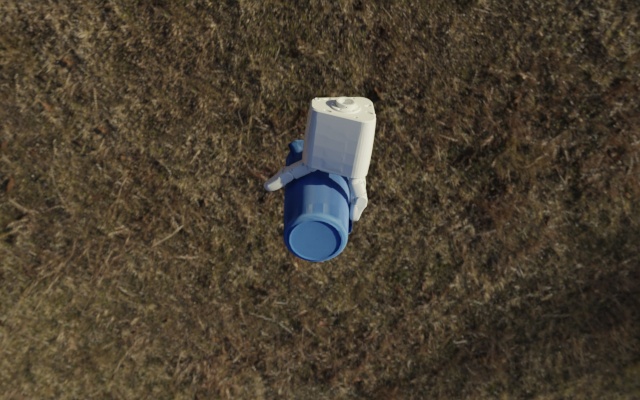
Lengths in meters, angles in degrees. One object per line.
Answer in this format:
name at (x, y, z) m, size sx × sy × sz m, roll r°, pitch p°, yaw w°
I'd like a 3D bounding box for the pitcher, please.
pitcher at (0.000, 0.003, 0.888) m, size 0.149 × 0.145 × 0.242 m, roll 7°, pitch 36°, yaw -4°
